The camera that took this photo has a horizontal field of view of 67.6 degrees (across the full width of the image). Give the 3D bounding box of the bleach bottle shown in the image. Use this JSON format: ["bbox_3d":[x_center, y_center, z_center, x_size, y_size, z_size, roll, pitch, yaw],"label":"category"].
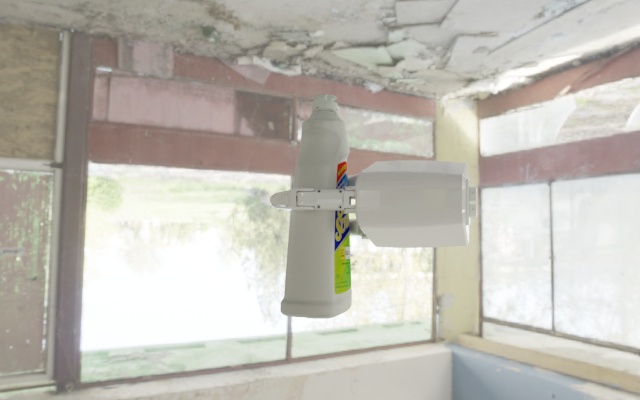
[{"bbox_3d":[0.000,0.002,0.553,0.068,0.251,0.102,0,-4,20],"label":"bleach bottle"}]
